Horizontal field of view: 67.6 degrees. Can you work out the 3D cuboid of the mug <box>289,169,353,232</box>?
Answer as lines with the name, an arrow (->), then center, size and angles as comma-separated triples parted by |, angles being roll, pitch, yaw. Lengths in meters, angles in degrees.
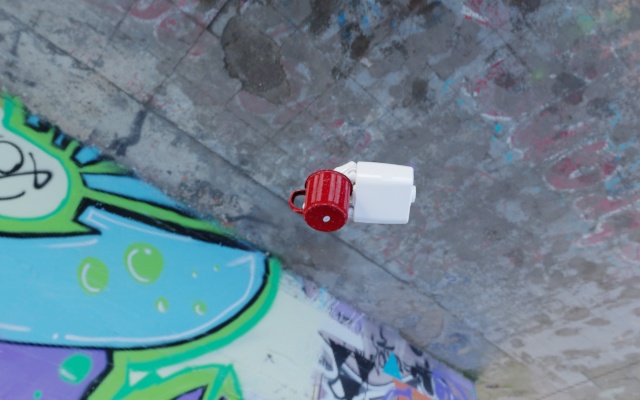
mug -> -0.001, 0.003, 0.882 | 0.117, 0.081, 0.093 | 3, -44, 4
